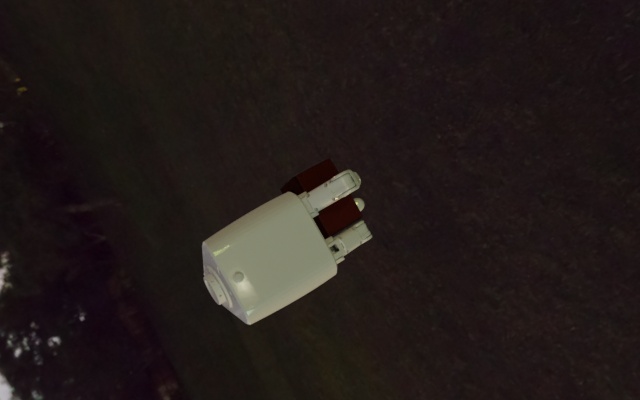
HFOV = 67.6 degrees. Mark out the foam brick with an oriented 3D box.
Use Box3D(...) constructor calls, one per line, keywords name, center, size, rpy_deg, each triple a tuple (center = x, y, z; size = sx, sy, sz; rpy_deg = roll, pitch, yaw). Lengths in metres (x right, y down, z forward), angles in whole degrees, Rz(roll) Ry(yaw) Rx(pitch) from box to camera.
Box3D(name="foam brick", center=(0.000, 0.001, 0.537), size=(0.051, 0.078, 0.053), rpy_deg=(-29, -2, -25))
